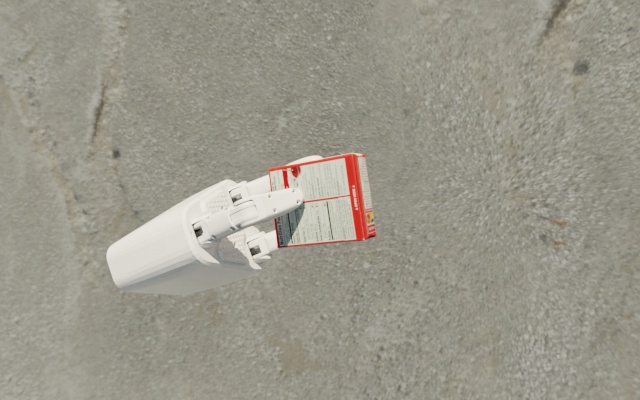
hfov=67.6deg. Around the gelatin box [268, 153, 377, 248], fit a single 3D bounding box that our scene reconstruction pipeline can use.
[{"bbox_3d":[0.000,0.001,0.421,0.089,0.073,0.030,-8,0,29],"label":"gelatin box"}]
